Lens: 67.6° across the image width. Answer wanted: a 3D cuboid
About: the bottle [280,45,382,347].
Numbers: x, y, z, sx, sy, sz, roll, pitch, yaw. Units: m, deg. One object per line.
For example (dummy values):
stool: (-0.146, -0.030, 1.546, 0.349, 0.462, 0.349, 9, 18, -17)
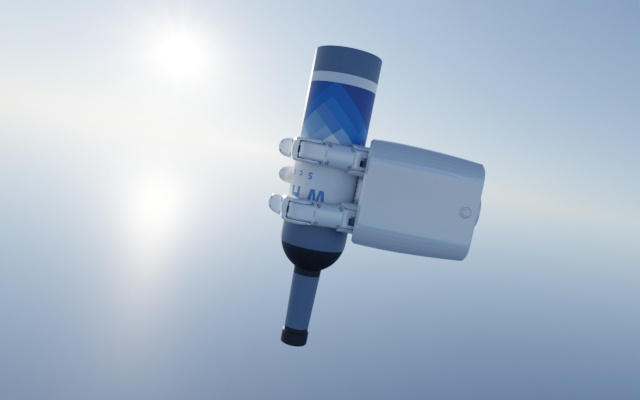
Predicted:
bottle: (0.000, 0.001, 0.480, 0.069, 0.296, 0.069, 11, 5, -1)
